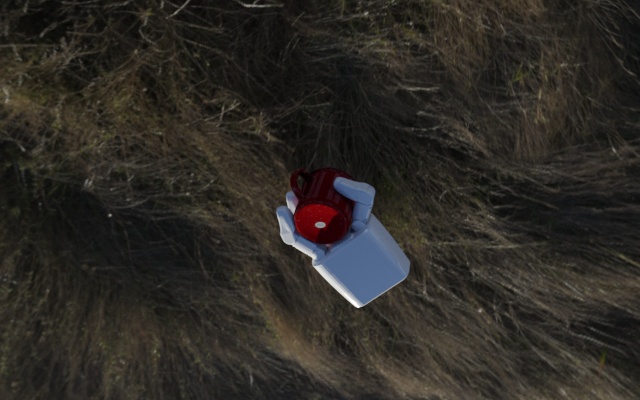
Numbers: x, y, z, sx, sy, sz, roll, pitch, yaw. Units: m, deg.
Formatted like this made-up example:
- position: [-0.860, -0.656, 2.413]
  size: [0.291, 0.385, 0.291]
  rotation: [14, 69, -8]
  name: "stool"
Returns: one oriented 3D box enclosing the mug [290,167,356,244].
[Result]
- position: [-0.001, 0.001, 0.702]
  size: [0.093, 0.117, 0.081]
  rotation: [-32, 21, 30]
  name: "mug"
